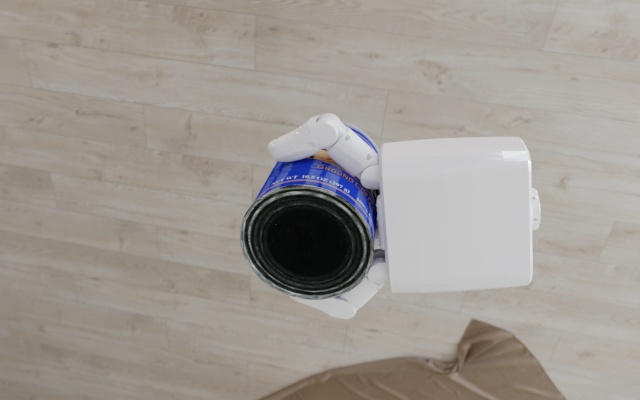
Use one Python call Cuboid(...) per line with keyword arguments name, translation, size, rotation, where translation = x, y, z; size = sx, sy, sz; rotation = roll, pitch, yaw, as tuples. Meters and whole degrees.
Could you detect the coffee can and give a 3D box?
Cuboid(name="coffee can", translation=(0.000, 0.001, 0.416), size=(0.103, 0.103, 0.140), rotation=(0, 29, 11))
